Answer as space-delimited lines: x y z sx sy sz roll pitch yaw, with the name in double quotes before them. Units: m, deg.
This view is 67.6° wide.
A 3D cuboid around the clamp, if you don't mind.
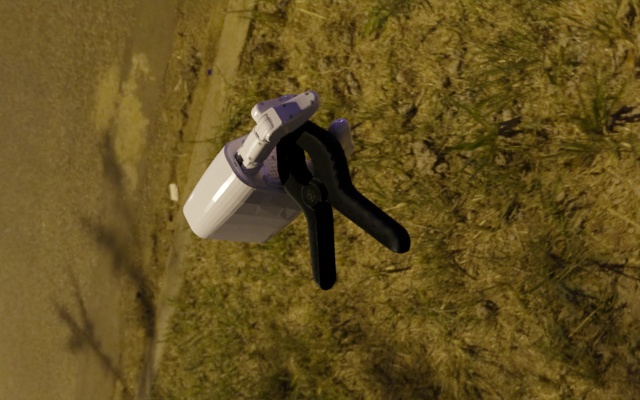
"clamp" 0.000 0.001 0.451 0.039 0.171 0.120 -11 -26 -50
